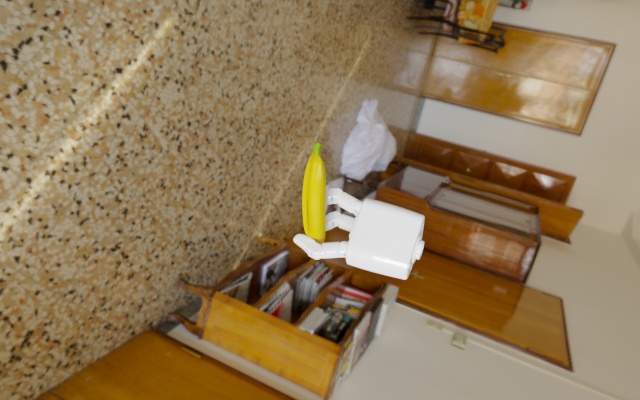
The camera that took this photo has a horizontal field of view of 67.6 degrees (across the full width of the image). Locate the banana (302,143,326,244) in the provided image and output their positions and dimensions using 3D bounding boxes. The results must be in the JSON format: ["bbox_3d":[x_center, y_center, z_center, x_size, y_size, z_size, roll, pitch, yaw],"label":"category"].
[{"bbox_3d":[-0.006,0.007,0.809,0.037,0.198,0.069,11,29,17],"label":"banana"}]
